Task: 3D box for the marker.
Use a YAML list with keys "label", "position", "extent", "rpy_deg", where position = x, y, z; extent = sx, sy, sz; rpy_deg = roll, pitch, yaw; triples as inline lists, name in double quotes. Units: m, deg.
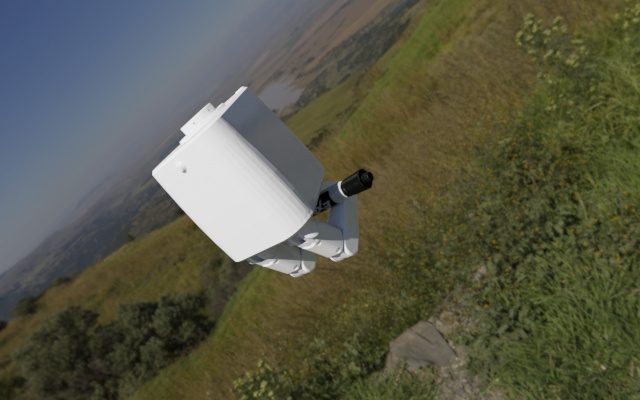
- label: "marker"
  position: [0.000, 0.001, 0.439]
  extent: [0.121, 0.020, 0.020]
  rpy_deg: [-28, -18, 39]
